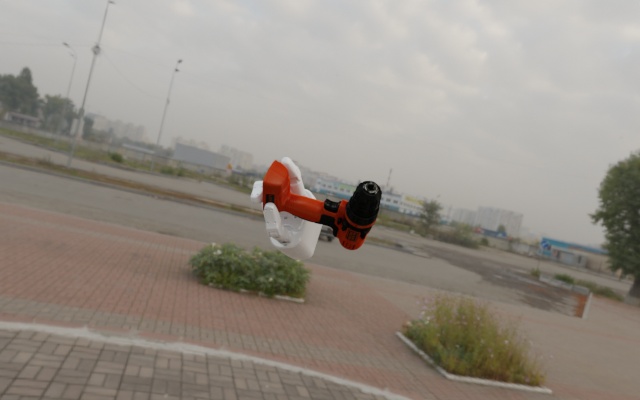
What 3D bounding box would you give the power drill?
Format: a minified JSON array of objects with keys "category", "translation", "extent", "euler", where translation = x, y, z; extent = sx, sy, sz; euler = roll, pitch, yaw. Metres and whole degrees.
[{"category":"power drill","translation":[0.000,0.002,0.771],"extent":[0.187,0.057,0.185],"euler":[23,-32,6]}]
